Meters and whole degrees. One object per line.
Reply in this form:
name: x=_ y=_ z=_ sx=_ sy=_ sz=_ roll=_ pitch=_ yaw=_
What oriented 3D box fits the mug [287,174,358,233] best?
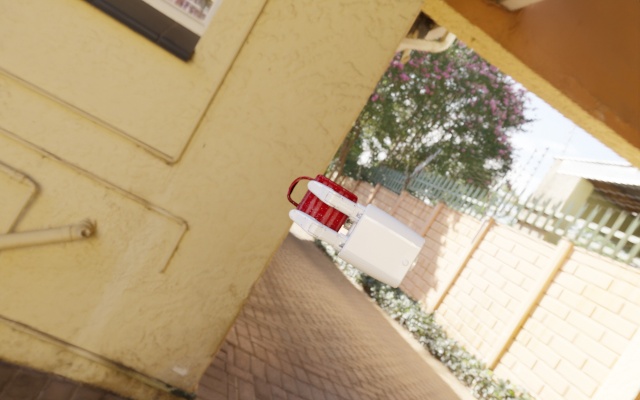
mug: x=-0.001 y=0.002 z=0.808 sx=0.117 sy=0.081 sz=0.093 roll=31 pitch=4 yaw=1
